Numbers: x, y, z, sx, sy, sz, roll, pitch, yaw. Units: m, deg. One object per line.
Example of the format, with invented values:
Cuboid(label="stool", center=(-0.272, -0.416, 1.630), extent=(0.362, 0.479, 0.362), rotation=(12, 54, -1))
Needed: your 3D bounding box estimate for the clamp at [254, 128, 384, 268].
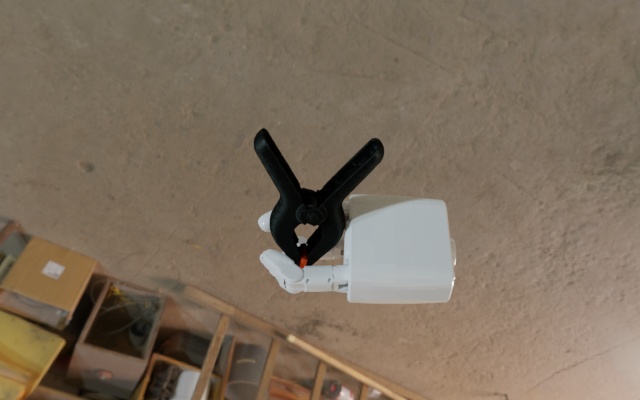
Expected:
Cuboid(label="clamp", center=(0.000, 0.002, 0.481), extent=(0.120, 0.172, 0.039), rotation=(1, 41, 2))
